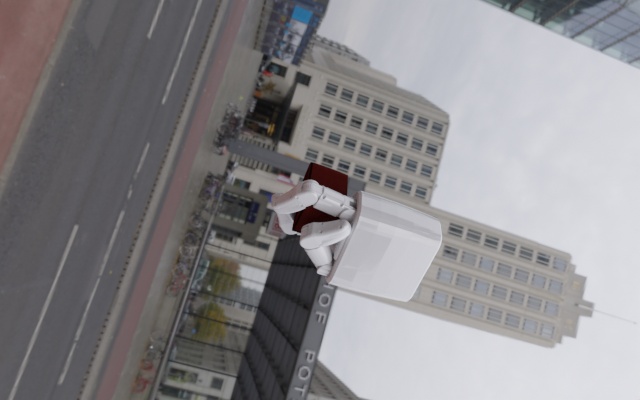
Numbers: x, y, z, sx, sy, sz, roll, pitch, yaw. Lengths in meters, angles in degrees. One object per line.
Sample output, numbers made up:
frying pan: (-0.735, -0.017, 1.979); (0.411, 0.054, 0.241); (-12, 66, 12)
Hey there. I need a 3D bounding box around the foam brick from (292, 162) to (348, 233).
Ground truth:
foam brick: (0.000, 0.002, 0.589); (0.051, 0.078, 0.053); (17, -47, -9)
